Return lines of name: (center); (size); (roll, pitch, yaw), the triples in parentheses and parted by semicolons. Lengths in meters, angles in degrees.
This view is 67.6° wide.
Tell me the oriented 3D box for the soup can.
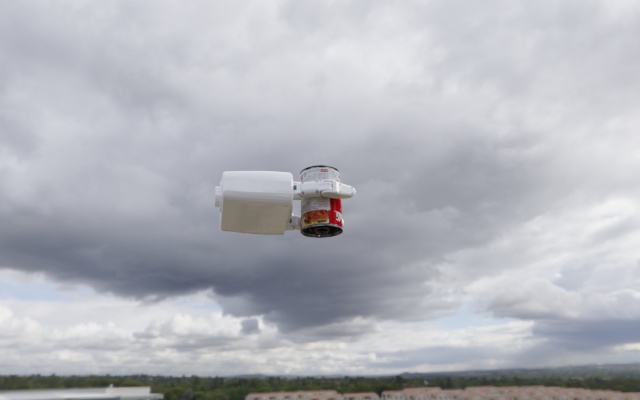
soup can: (0.001, 0.002, 0.771); (0.068, 0.102, 0.068); (-2, -21, -1)
